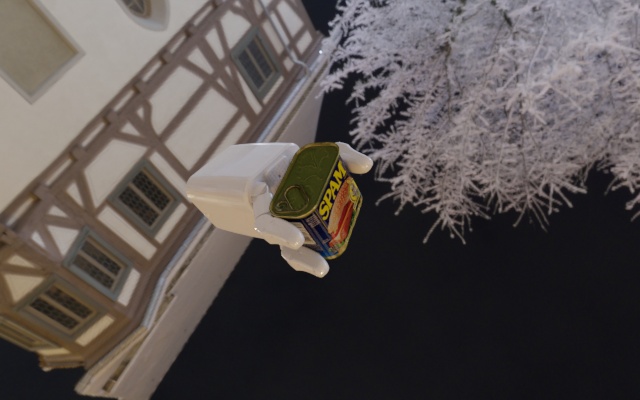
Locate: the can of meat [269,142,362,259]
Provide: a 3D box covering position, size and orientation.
[{"bbox_3d":[0.000,0.002,0.523,0.057,0.102,0.084,1,-38,32],"label":"can of meat"}]
